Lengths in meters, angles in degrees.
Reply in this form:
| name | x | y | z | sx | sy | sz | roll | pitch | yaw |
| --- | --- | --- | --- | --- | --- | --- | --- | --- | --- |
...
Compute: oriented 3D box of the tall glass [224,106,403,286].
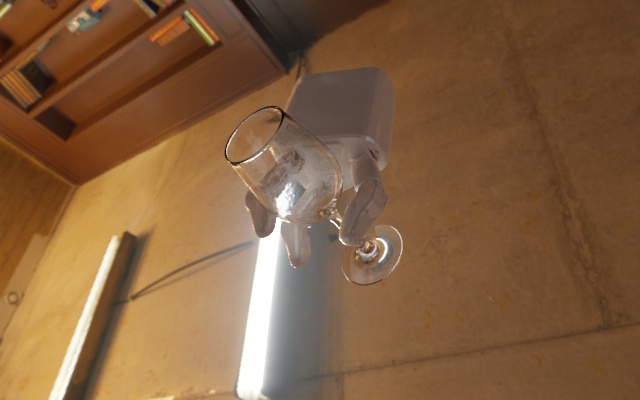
| name | x | y | z | sx | sy | sz | roll | pitch | yaw |
| --- | --- | --- | --- | --- | --- | --- | --- | --- | --- |
| tall glass | 0.000 | 0.002 | 0.449 | 0.079 | 0.079 | 0.201 | 0 | -34 | 42 |
